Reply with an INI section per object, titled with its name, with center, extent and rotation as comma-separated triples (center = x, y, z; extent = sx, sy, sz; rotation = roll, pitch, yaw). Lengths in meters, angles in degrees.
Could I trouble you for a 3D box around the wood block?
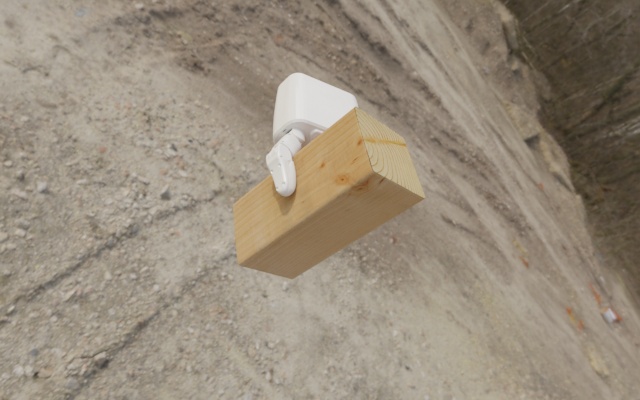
[wood block]
center = 0.000, 0.001, 0.546
extent = 0.206, 0.090, 0.091
rotation = -36, -41, 31
